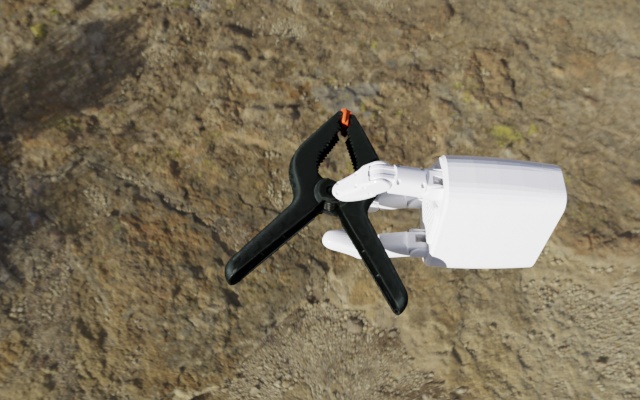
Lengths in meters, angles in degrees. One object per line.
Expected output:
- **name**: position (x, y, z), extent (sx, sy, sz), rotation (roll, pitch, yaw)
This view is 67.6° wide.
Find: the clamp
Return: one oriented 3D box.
- **clamp**: position (0.000, 0.001, 0.463), extent (0.164, 0.210, 0.036), rotation (4, -27, -2)
